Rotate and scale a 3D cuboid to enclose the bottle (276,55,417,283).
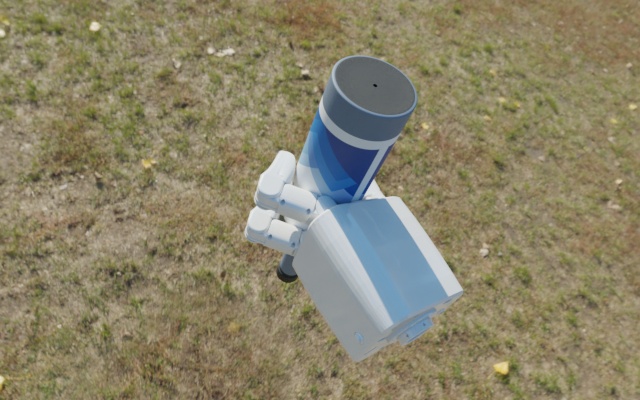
[{"bbox_3d":[0.000,0.001,0.458,0.069,0.069,0.296,0,-35,-19],"label":"bottle"}]
